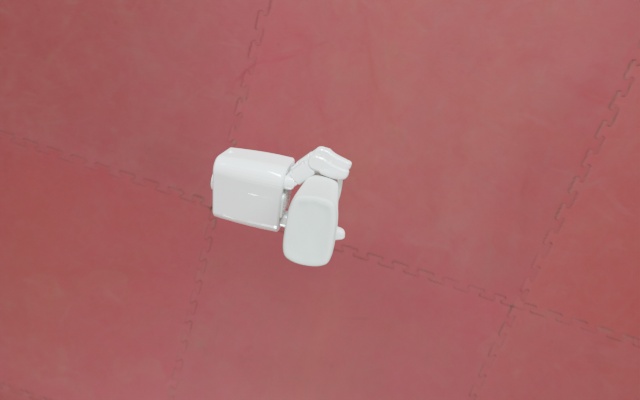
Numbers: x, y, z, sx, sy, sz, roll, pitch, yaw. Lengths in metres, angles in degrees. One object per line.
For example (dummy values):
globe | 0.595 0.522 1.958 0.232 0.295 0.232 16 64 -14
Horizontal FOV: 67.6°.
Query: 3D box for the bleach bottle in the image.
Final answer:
bleach bottle | 0.000 0.002 0.734 0.068 0.102 0.250 10 18 3
